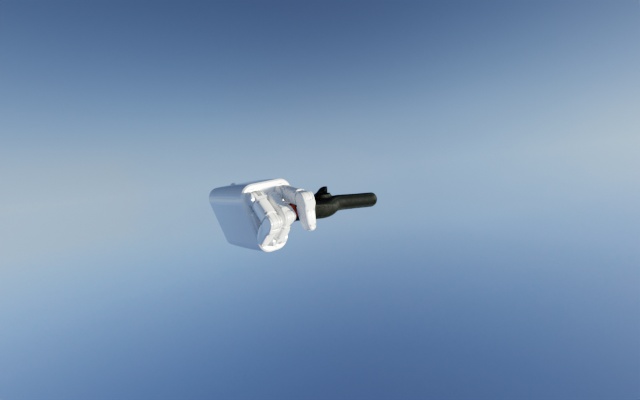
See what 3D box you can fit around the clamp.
[{"bbox_3d":[0.000,0.003,0.810,0.171,0.039,0.120,-9,10,-43],"label":"clamp"}]
